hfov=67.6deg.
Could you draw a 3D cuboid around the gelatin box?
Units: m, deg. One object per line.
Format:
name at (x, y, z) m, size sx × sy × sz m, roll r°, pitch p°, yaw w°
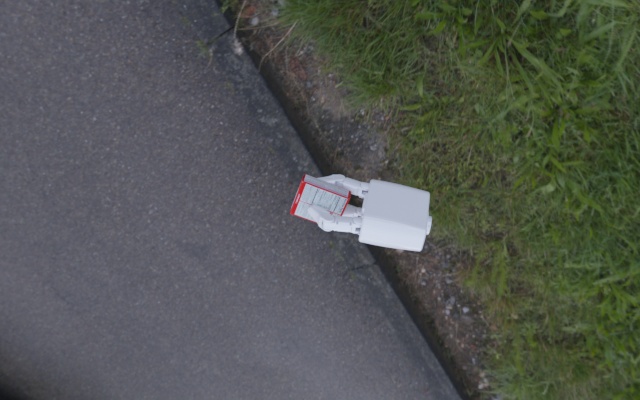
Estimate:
gelatin box at (0.000, 0.003, 0.835) m, size 0.089 × 0.073 × 0.030 m, roll 20°, pitch 34°, yaw -5°
